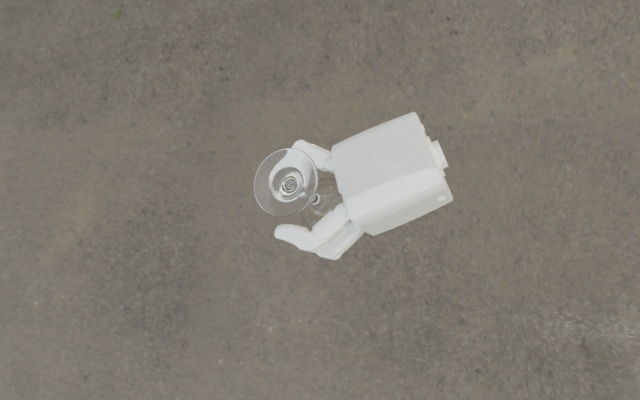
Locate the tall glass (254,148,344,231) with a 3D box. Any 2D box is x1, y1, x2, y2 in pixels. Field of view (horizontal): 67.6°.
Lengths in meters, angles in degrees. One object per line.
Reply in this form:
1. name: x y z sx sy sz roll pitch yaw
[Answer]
1. tall glass: 0.000 0.002 0.587 0.079 0.079 0.201 0 -13 22
